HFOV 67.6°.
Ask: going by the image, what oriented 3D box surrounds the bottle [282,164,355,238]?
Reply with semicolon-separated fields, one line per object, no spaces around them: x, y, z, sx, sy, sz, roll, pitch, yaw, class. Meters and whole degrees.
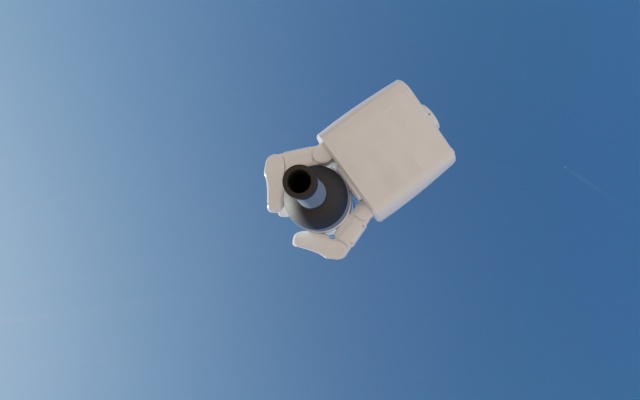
0.000;0.002;0.518;0.069;0.069;0.296;0;-7;7;bottle
